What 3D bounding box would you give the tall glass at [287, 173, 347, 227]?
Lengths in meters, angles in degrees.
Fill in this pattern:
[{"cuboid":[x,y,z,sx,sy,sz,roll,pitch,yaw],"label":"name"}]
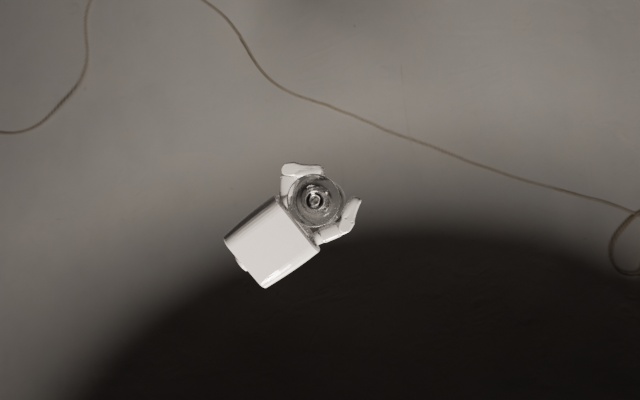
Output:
[{"cuboid":[0.000,0.002,0.754,0.079,0.079,0.201,0,-1,6],"label":"tall glass"}]
